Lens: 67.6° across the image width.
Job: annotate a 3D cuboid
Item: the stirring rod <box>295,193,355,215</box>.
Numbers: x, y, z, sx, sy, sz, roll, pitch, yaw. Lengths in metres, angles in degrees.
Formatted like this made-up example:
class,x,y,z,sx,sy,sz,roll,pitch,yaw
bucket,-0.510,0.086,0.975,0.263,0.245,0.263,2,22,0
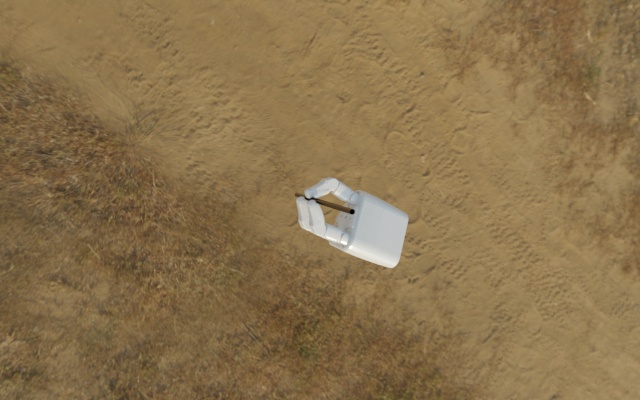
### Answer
class,x,y,z,sx,sy,sz,roll,pitch,yaw
stirring rod,0.000,0.002,0.772,0.011,0.011,0.239,0,6,-22
